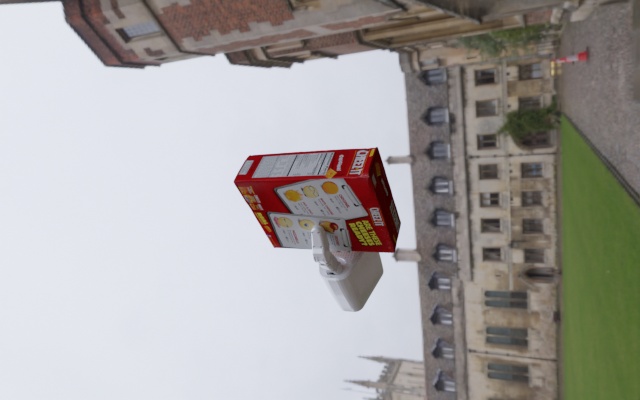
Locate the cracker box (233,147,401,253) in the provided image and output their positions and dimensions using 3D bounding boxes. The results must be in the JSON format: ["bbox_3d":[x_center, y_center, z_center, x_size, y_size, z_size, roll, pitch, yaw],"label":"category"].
[{"bbox_3d":[0.000,0.003,0.731,0.213,0.072,0.164,-1,-43,24],"label":"cracker box"}]
